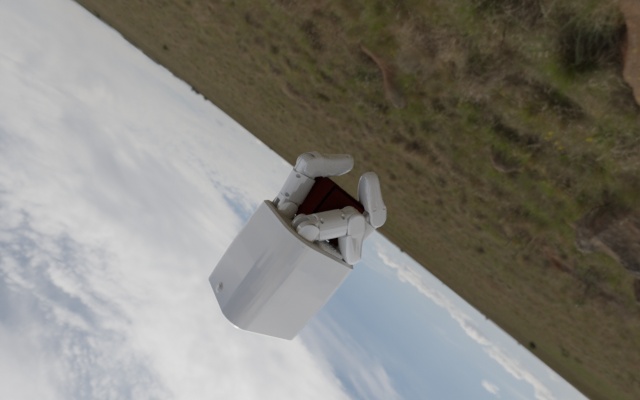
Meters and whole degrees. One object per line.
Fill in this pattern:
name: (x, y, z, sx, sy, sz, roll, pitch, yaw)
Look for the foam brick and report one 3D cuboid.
foam brick: (0.000, 0.002, 0.515, 0.053, 0.051, 0.078, 35, 4, -33)
